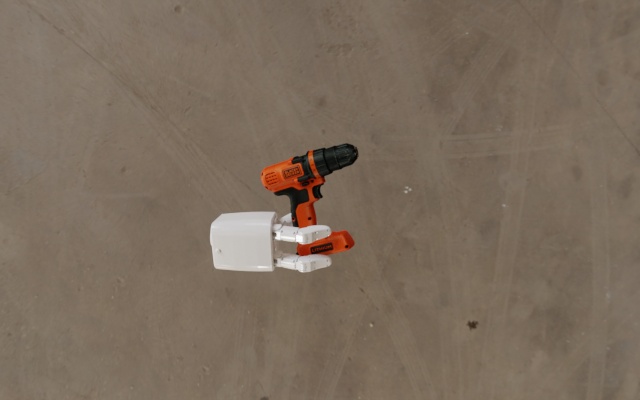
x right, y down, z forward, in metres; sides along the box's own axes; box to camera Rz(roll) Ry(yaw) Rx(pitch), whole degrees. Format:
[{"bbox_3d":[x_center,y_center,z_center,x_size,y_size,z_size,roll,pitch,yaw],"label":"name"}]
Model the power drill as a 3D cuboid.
[{"bbox_3d":[0.000,0.003,0.862,0.184,0.187,0.057,-16,4,19],"label":"power drill"}]
